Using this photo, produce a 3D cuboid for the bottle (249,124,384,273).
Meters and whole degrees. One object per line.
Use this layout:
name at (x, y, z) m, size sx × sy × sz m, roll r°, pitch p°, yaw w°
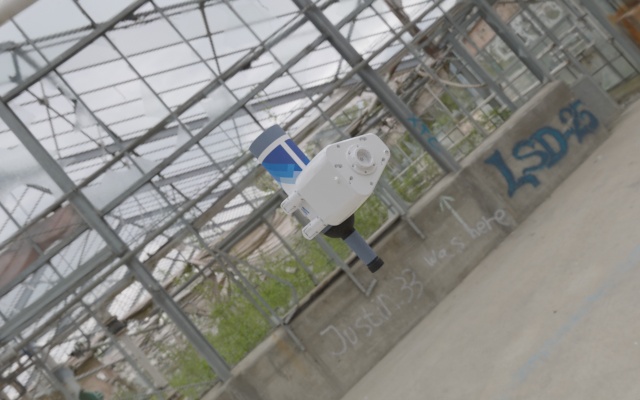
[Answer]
bottle at (0.000, 0.002, 0.806) m, size 0.069 × 0.295 × 0.069 m, roll -41°, pitch -3°, yaw -2°
